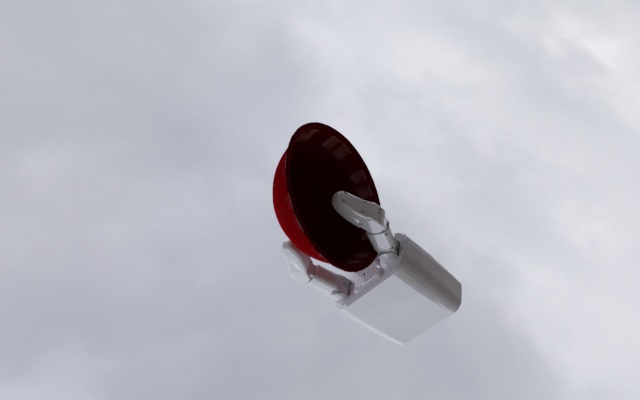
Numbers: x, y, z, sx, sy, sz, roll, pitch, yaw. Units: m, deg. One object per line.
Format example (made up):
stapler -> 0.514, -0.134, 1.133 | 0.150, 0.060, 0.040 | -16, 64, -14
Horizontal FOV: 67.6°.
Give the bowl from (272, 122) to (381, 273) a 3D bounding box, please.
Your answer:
bowl -> -0.001, 0.001, 0.507 | 0.055, 0.162, 0.162 | -20, -12, 35
